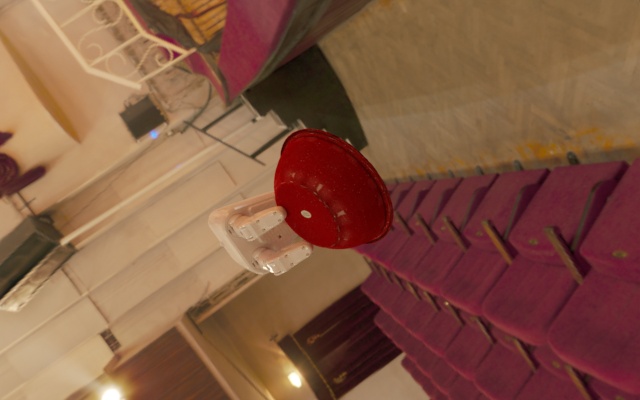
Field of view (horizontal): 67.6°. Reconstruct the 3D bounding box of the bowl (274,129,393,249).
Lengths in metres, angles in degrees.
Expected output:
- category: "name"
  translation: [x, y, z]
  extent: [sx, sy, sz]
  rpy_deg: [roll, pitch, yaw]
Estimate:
- category: "bowl"
  translation: [0.000, 0.002, 0.541]
  extent: [0.162, 0.162, 0.055]
  rpy_deg: [0, 35, 48]
